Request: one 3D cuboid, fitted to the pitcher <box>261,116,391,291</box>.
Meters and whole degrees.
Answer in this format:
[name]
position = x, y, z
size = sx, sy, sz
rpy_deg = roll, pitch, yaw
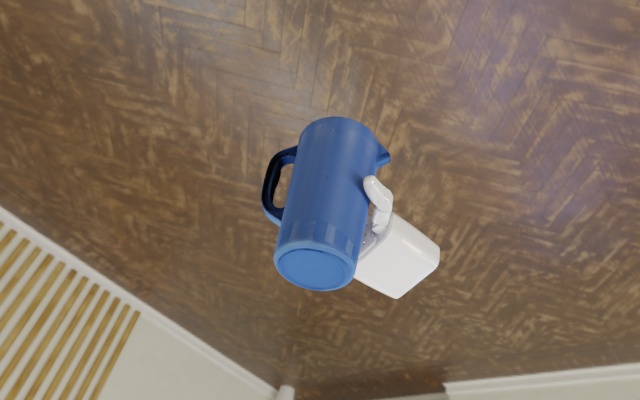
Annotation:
[pitcher]
position = 0.000, 0.002, 0.690
size = 0.145, 0.242, 0.149
rpy_deg = 34, -46, -21
